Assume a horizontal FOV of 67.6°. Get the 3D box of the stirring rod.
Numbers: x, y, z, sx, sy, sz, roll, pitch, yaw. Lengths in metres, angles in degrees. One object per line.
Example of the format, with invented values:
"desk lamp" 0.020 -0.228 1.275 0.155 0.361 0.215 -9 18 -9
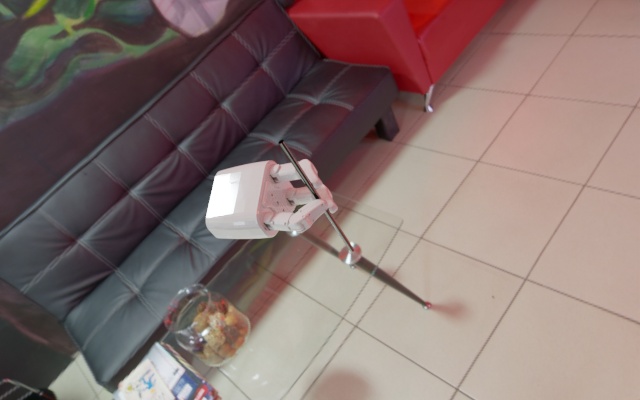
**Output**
"stirring rod" 0.000 0.002 0.687 0.011 0.011 0.240 0 -40 33
